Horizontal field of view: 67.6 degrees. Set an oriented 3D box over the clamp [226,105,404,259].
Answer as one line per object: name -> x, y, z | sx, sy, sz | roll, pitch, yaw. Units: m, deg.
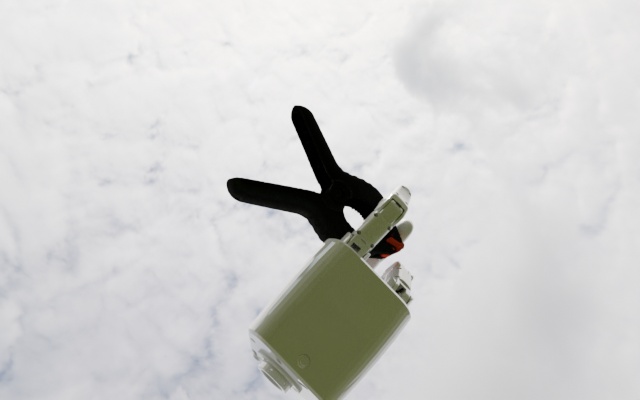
clamp -> 0.000, 0.002, 0.445 | 0.120, 0.171, 0.039 | -44, 0, -25
